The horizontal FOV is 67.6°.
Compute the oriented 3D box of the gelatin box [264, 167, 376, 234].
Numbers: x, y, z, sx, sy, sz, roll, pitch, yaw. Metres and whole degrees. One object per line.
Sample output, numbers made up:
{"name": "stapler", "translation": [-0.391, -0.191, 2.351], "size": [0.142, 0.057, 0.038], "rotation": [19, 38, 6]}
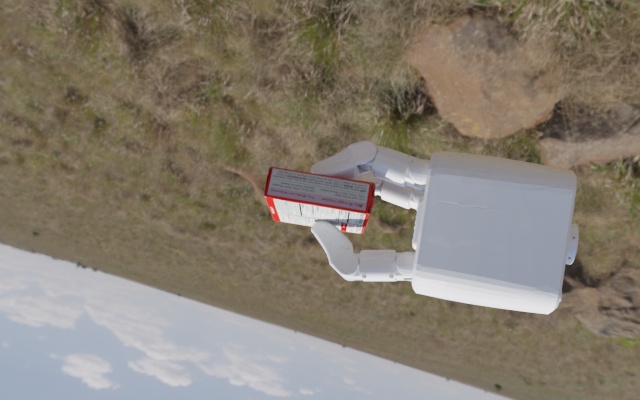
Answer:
{"name": "gelatin box", "translation": [0.000, 0.002, 0.416], "size": [0.089, 0.030, 0.073], "rotation": [8, -17, 4]}
